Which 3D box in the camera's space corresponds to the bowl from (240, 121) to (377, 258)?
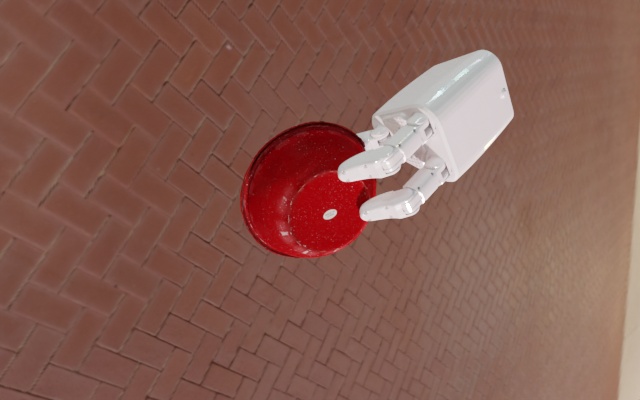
[{"bbox_3d":[-0.001,0.003,0.506,0.162,0.162,0.055,0,23,-25],"label":"bowl"}]
